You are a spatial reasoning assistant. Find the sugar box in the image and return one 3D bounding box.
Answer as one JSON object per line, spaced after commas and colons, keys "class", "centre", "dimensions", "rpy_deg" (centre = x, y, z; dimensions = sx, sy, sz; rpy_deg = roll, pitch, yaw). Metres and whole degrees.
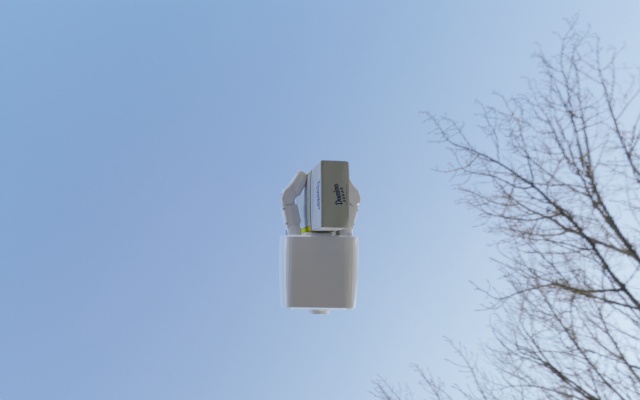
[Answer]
{"class": "sugar box", "centre": [0.001, 0.003, 0.715], "dimensions": [0.048, 0.093, 0.176], "rpy_deg": [2, -7, -15]}
